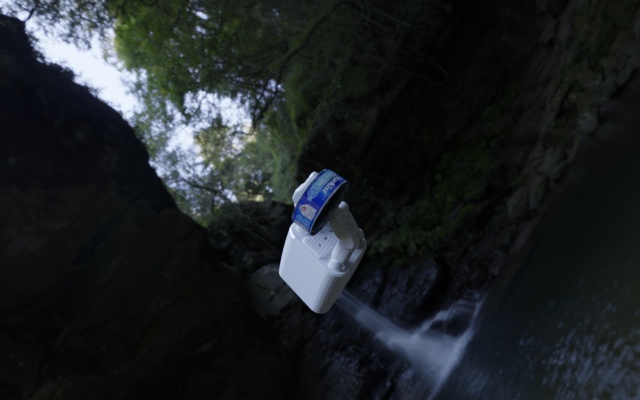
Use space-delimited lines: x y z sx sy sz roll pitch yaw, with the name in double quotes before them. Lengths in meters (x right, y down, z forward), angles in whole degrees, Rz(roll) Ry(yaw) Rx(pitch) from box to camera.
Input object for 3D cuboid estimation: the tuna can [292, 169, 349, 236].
"tuna can" 0.000 0.002 0.625 0.033 0.086 0.086 34 8 12
